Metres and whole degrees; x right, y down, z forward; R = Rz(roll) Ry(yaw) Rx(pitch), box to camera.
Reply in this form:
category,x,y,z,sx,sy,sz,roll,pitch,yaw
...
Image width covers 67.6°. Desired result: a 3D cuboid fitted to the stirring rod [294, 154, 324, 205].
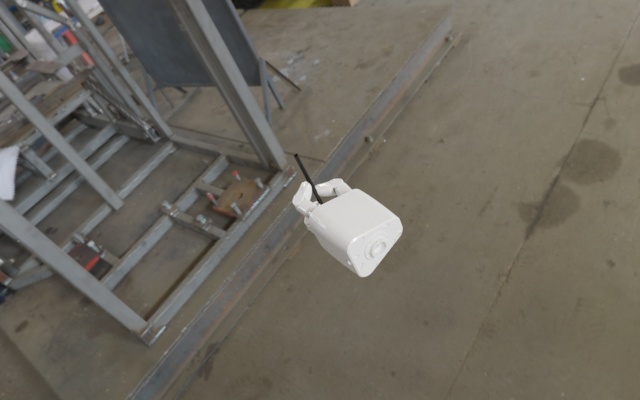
category,x,y,z,sx,sy,sz,roll,pitch,yaw
stirring rod,0.000,0.003,0.890,0.011,0.011,0.240,0,-41,28
